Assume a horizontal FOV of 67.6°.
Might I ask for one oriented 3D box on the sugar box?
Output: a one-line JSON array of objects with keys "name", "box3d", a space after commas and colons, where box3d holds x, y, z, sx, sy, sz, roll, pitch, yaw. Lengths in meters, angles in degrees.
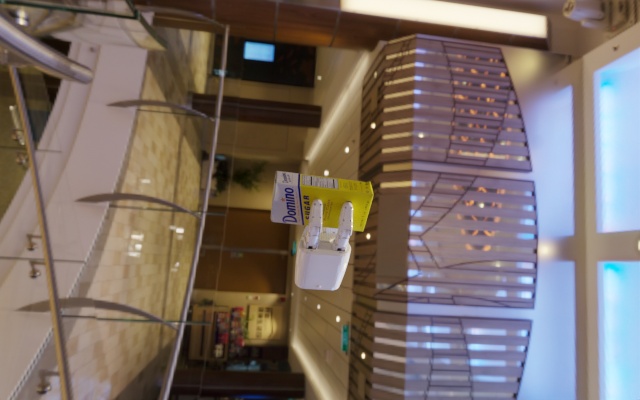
[{"name": "sugar box", "box3d": [0.000, 0.003, 0.873, 0.176, 0.093, 0.048, 4, 38, -8]}]
